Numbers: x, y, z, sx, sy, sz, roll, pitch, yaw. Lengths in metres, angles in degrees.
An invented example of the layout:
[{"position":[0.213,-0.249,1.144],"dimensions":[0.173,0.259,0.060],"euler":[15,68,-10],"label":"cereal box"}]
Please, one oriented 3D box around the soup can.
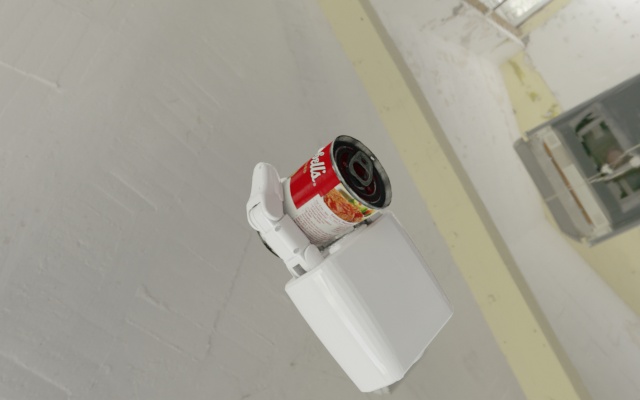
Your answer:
[{"position":[0.000,0.001,0.403],"dimensions":[0.102,0.068,0.068],"euler":[-36,-22,34],"label":"soup can"}]
